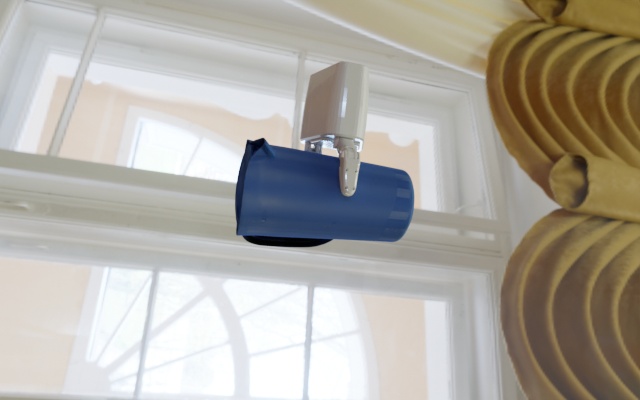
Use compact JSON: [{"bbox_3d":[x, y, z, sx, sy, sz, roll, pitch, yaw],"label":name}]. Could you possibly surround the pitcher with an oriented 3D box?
[{"bbox_3d":[0.000,0.002,0.685,0.243,0.145,0.149,7,-4,-12],"label":"pitcher"}]
